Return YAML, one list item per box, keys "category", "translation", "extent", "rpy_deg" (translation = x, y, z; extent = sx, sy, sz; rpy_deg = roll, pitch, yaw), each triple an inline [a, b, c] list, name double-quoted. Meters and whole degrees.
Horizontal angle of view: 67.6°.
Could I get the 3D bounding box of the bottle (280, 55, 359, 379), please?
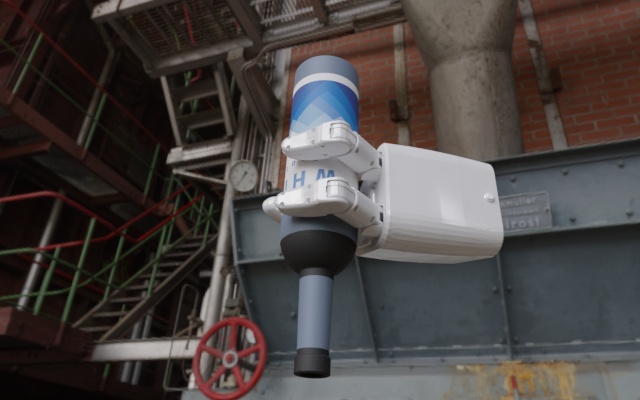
- category: "bottle"
  translation: [0.000, 0.001, 0.424]
  extent: [0.069, 0.295, 0.069]
  rpy_deg: [2, -30, 1]
